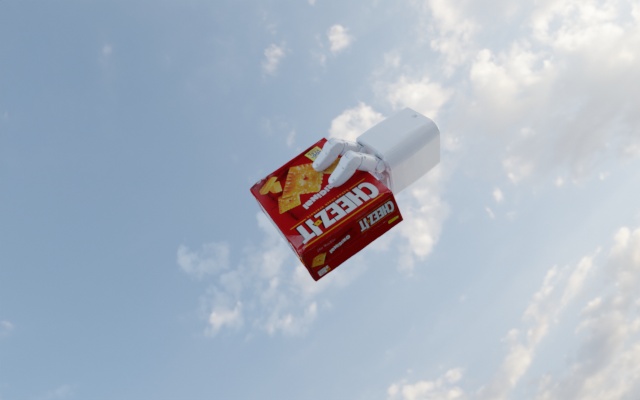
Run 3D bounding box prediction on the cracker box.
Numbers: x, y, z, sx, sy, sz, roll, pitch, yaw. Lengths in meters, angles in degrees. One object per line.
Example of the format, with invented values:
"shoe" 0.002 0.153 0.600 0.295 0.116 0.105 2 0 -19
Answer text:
"cracker box" 0.000 0.003 0.763 0.164 0.072 0.213 -35 40 -8
